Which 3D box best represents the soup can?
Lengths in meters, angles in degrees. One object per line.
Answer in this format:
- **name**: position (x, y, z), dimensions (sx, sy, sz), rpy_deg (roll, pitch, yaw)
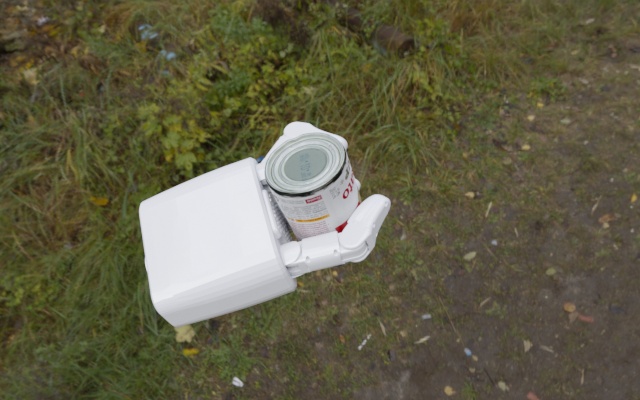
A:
- **soup can**: position (0.000, 0.001, 0.403), dimensions (0.068, 0.068, 0.102), rpy_deg (0, -39, 19)
